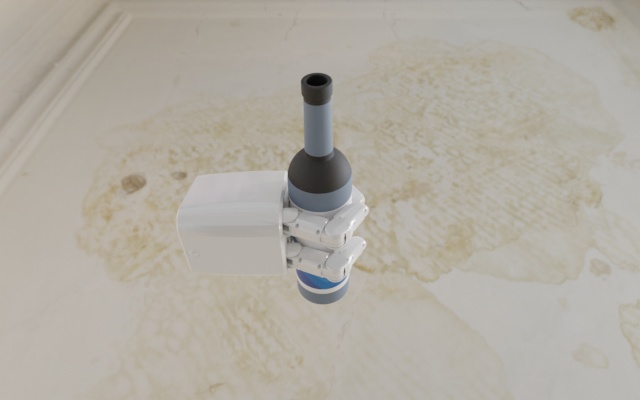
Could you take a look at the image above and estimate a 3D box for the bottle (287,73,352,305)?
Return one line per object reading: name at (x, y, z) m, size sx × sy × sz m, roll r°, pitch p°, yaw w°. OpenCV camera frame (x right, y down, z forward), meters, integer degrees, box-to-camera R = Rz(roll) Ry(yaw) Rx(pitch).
bottle at (0.000, 0.002, 0.512) m, size 0.069 × 0.296 × 0.069 m, roll -1°, pitch 45°, yaw 1°
